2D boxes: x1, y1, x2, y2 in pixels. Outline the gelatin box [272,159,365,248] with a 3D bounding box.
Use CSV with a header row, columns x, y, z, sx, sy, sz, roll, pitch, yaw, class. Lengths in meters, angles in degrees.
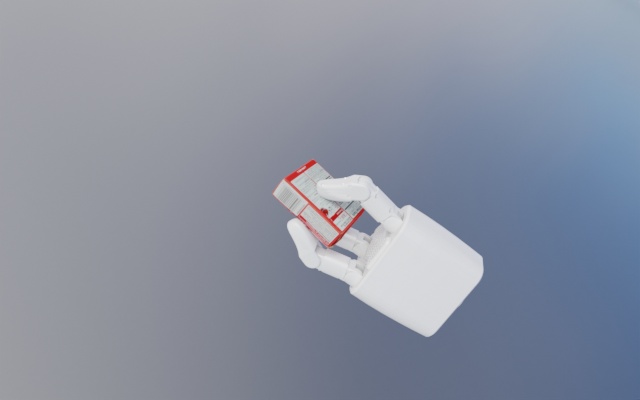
x,y,z,sx,sy,sz,roll,pitch,yaw,class
0.000,0.001,0.536,0.030,0.089,0.073,-48,-4,34,gelatin box
